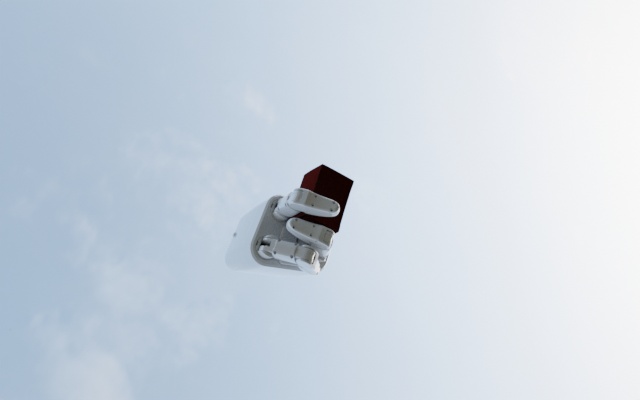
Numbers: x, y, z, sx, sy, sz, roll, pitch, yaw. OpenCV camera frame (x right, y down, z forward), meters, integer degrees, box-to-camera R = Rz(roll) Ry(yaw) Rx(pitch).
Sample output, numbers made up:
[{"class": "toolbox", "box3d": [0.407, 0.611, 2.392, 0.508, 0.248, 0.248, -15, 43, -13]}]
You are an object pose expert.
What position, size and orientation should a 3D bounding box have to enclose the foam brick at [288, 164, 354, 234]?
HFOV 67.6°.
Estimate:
[{"class": "foam brick", "box3d": [0.000, 0.002, 0.620, 0.053, 0.078, 0.051, 29, -27, -21]}]
